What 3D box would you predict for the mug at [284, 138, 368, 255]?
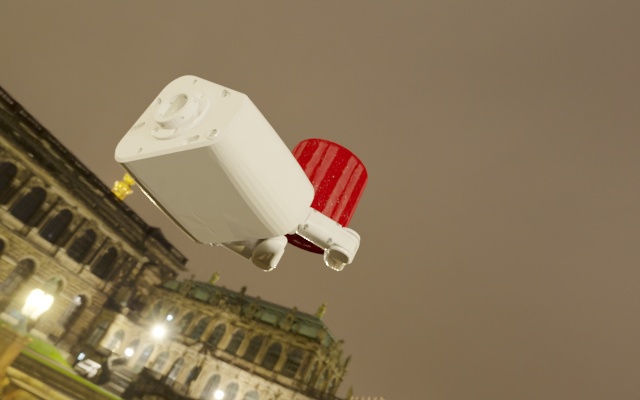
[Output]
[{"bbox_3d":[0.001,0.002,0.474,0.093,0.081,0.117,8,-32,32],"label":"mug"}]
